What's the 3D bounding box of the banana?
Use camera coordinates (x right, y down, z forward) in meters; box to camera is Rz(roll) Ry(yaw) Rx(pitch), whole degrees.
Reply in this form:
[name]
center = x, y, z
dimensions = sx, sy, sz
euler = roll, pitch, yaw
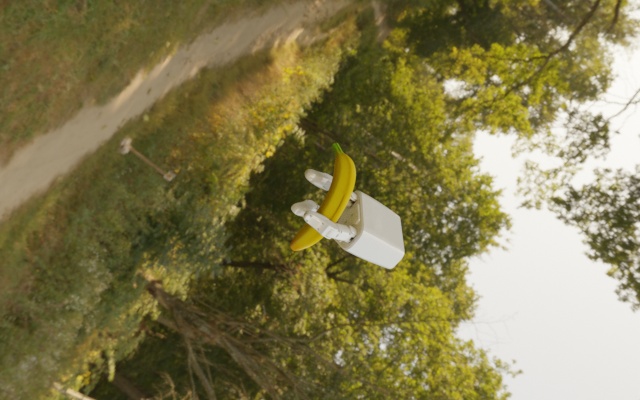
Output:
[banana]
center = 0.012, 0.005, 0.798
dimensions = 0.037, 0.198, 0.069
euler = 22, 4, -39
